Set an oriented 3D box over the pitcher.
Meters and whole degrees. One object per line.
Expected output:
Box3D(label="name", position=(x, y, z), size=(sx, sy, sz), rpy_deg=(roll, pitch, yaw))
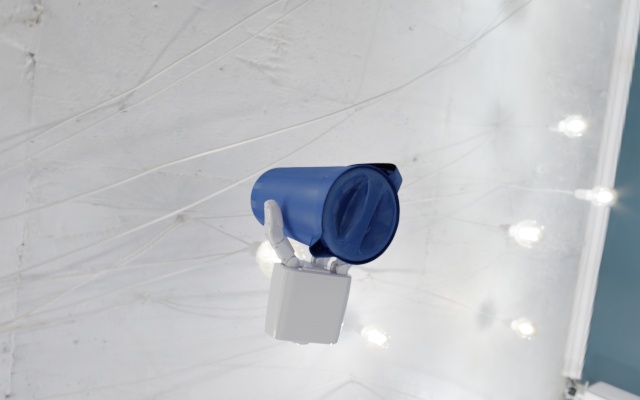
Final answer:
Box3D(label="pitcher", position=(0.000, 0.003, 0.723), size=(0.149, 0.145, 0.243), rpy_deg=(8, 2, -35))
